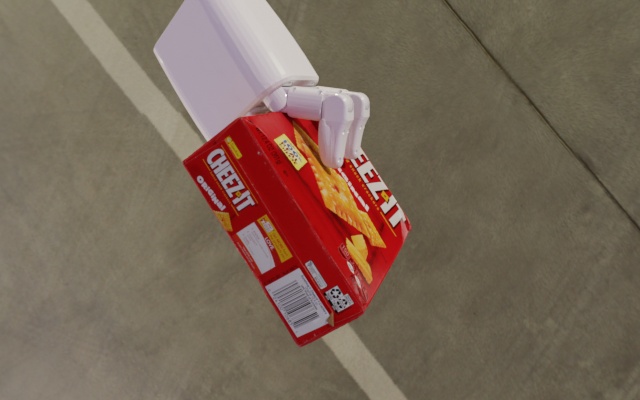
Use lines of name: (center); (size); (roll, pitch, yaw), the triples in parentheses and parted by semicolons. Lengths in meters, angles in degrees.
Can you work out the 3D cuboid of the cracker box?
cracker box: (0.000, 0.002, 0.431); (0.072, 0.164, 0.213); (-32, 1, 24)
